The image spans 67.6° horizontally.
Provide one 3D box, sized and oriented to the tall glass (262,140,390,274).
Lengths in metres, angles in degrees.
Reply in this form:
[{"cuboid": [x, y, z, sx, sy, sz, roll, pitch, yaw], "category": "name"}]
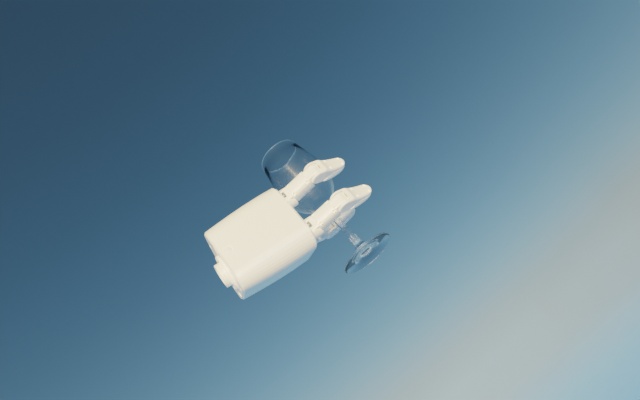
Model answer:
[{"cuboid": [0.001, 0.003, 0.651, 0.201, 0.079, 0.079, 48, 26, 26], "category": "tall glass"}]
